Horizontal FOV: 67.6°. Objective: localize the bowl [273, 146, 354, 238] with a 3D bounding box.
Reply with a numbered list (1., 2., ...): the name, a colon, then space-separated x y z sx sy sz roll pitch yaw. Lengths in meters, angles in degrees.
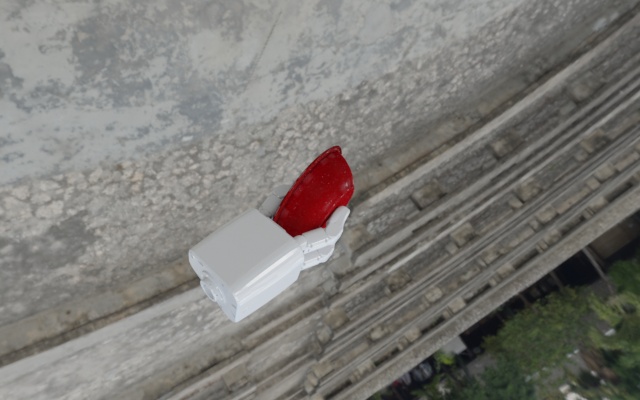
1. bowl: 0.001 0.002 0.687 0.055 0.162 0.162 37 8 12
